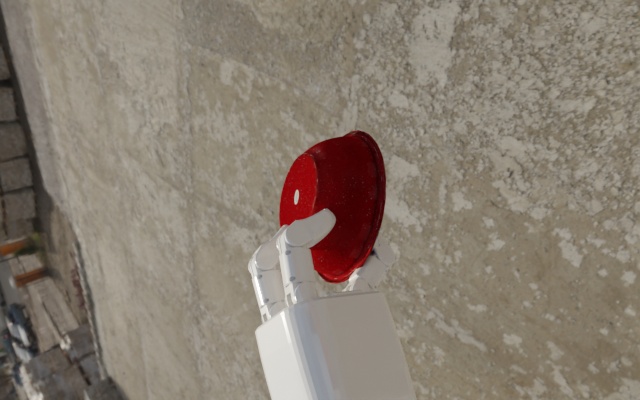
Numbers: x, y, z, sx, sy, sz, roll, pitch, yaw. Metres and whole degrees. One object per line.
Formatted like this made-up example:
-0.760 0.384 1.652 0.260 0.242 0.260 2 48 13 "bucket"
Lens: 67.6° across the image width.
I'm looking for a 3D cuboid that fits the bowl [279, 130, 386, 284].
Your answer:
-0.001 0.001 0.490 0.055 0.162 0.162 11 -5 -25 "bowl"
